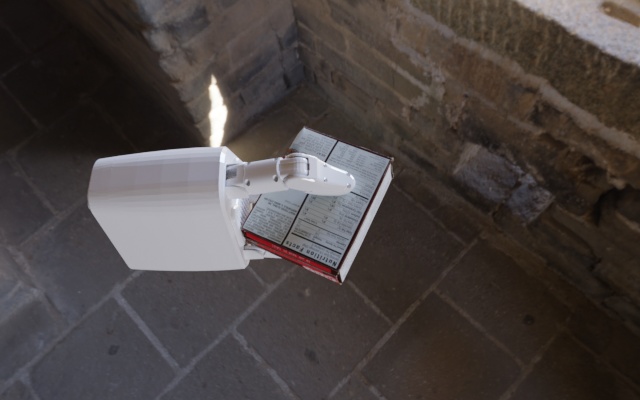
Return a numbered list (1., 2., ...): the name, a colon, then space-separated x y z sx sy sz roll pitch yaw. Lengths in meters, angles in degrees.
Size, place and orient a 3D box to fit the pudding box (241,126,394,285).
1. pudding box: 0.000 0.001 0.403 0.090 0.113 0.039 23 -20 15
